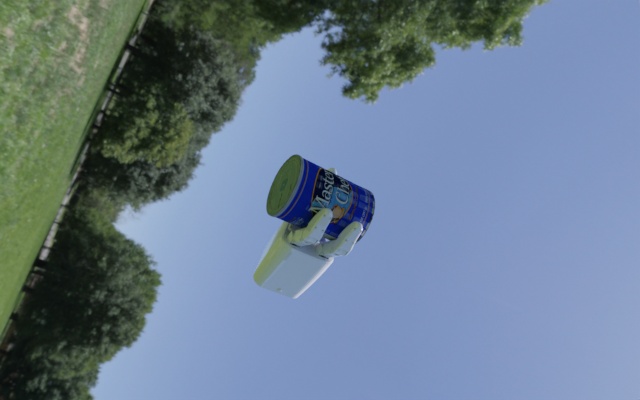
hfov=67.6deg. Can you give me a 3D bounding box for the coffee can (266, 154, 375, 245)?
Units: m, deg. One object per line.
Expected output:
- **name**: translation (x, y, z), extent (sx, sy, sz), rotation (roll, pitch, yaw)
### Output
- **coffee can**: translation (0.000, 0.002, 0.755), extent (0.140, 0.103, 0.103), rotation (25, -11, -24)
